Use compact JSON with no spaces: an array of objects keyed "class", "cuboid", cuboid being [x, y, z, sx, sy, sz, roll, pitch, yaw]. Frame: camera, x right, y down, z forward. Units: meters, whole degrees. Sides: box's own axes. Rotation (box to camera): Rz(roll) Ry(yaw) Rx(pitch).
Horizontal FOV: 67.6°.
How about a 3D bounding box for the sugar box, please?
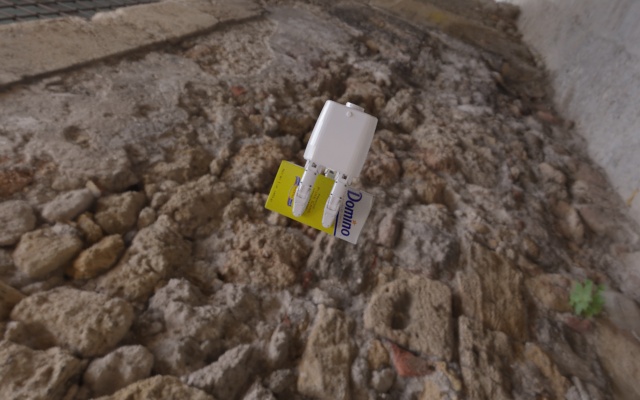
[{"class":"sugar box","cuboid":[0.000,0.003,0.851,0.176,0.093,0.048,21,5,7]}]
